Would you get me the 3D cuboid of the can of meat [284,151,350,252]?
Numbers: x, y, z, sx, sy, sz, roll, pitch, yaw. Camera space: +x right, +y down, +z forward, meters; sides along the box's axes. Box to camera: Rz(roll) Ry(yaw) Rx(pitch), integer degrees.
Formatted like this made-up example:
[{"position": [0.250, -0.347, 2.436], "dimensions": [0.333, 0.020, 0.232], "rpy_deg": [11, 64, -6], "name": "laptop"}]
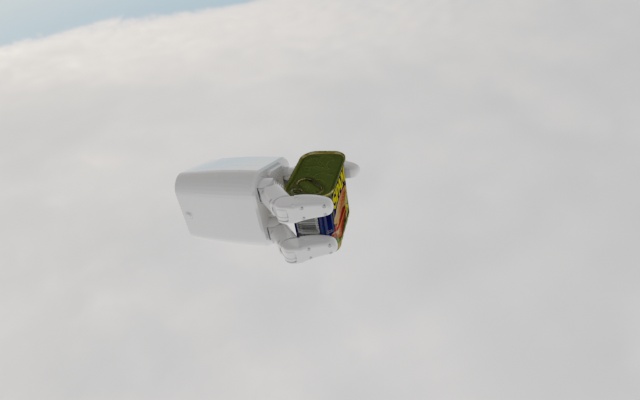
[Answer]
[{"position": [0.000, 0.002, 0.567], "dimensions": [0.057, 0.084, 0.102], "rpy_deg": [1, 35, 15], "name": "can of meat"}]
